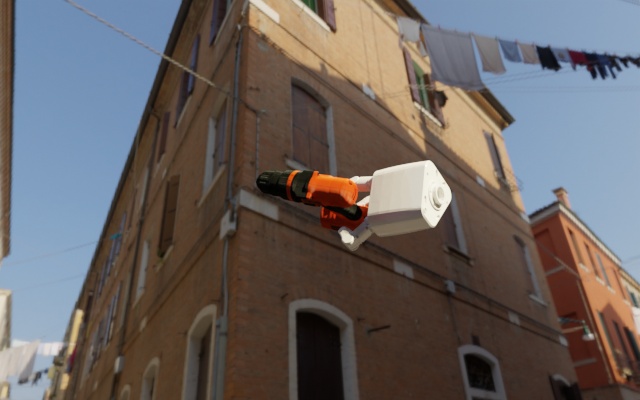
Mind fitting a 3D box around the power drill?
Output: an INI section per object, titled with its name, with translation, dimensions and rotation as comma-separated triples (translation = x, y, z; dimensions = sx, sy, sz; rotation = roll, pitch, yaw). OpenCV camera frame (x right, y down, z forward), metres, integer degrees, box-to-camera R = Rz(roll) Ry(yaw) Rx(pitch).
[power drill]
translation = 0.001, 0.003, 0.842
dimensions = 0.184, 0.057, 0.188
rotation = 11, -14, 29
